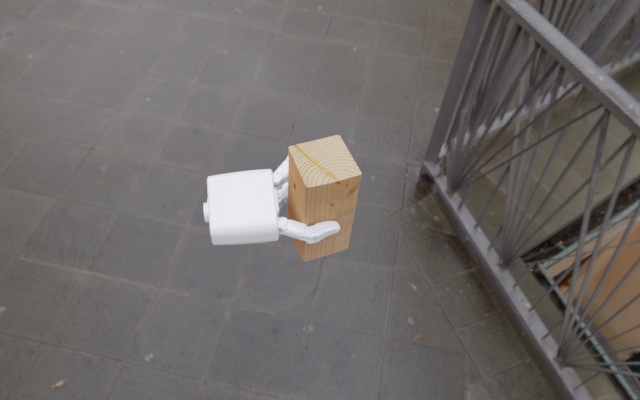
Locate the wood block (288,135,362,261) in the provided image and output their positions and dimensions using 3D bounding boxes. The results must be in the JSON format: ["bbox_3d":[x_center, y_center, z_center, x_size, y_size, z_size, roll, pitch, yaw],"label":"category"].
[{"bbox_3d":[0.000,0.003,0.802,0.090,0.090,0.206,-15,-35,-15],"label":"wood block"}]
